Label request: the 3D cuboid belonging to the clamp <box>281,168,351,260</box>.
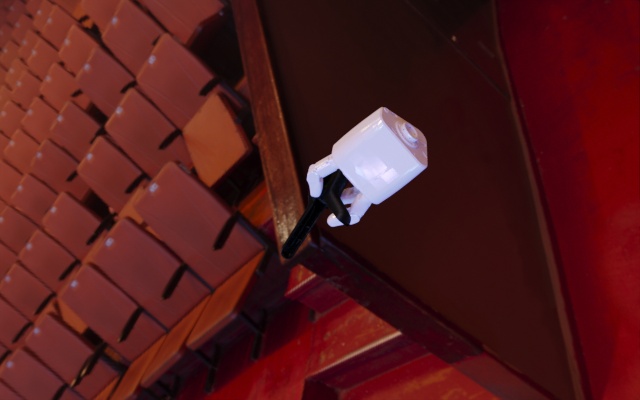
[{"bbox_3d":[0.000,0.002,0.839,0.036,0.209,0.165,38,-53,-22],"label":"clamp"}]
